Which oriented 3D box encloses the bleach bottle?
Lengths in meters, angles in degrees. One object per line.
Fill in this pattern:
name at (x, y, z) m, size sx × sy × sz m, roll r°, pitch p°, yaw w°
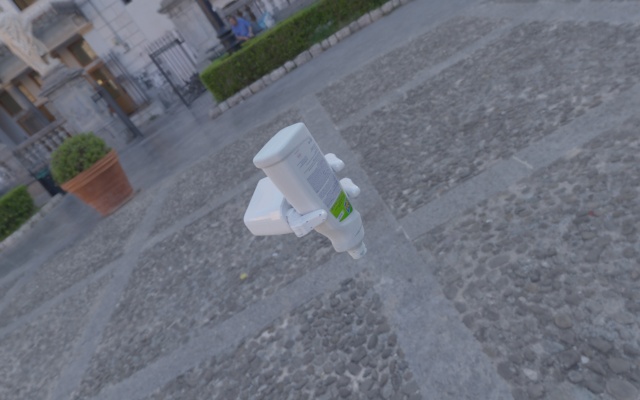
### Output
bleach bottle at (0.000, 0.002, 0.780) m, size 0.068 × 0.251 × 0.102 m, roll -12°, pitch 32°, yaw 42°
